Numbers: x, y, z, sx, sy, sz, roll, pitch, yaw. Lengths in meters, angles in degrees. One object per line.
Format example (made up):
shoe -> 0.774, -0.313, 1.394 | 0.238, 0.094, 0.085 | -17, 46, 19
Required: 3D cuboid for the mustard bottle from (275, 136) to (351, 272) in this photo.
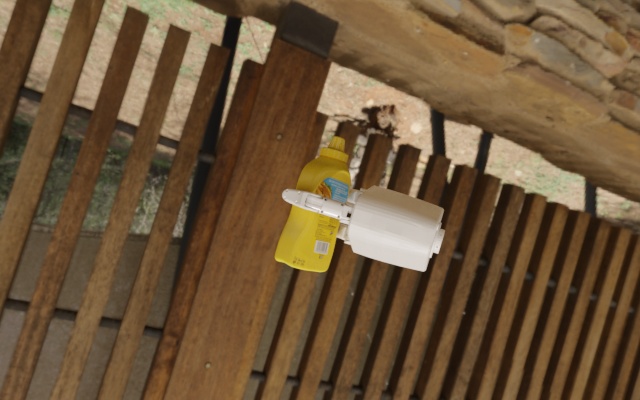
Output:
mustard bottle -> 0.000, 0.002, 0.679 | 0.058, 0.191, 0.096 | 16, -2, 38
